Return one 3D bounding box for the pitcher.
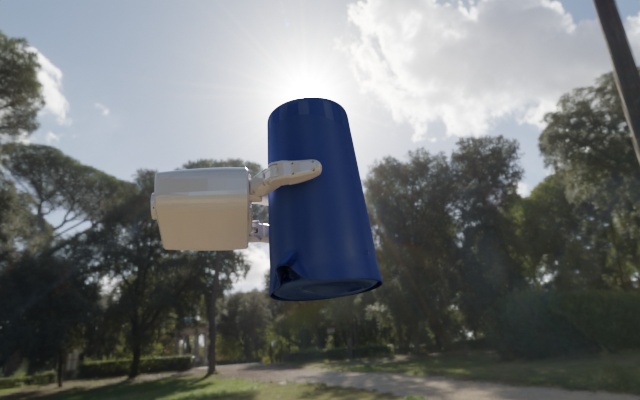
[{"bbox_3d":[0.000,0.002,0.604,0.145,0.242,0.149,-2,-20,-11],"label":"pitcher"}]
